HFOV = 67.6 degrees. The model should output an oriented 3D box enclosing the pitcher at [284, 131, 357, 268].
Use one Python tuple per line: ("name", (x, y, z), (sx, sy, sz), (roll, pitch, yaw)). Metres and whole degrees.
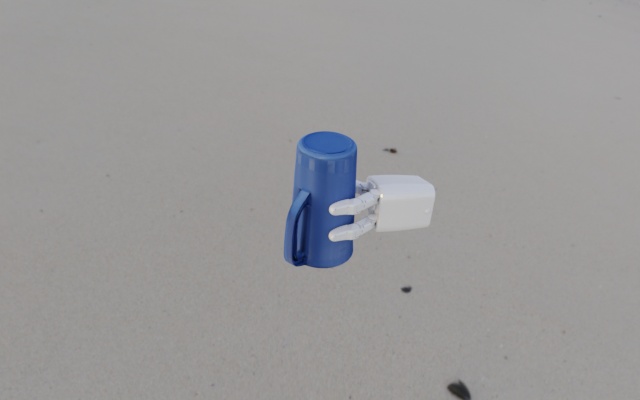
("pitcher", (0.000, 0.003, 0.897), (0.145, 0.243, 0.149), (-2, 33, -7))
